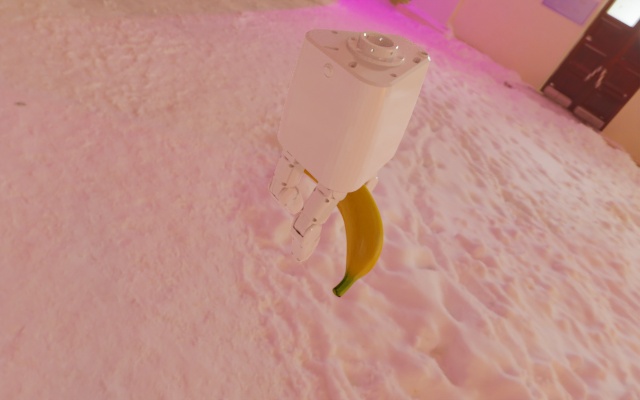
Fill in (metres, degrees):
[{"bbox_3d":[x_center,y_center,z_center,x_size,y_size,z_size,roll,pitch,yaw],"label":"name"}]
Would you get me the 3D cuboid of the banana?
[{"bbox_3d":[0.019,0.001,0.491,0.069,0.197,0.037,-11,-39,-11],"label":"banana"}]
